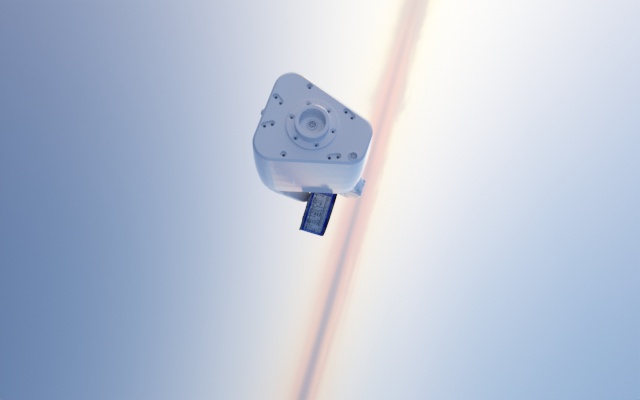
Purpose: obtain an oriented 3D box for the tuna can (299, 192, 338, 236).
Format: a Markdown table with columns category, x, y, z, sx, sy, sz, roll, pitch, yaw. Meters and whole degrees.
| category | x | y | z | sx | sy | sz | roll | pitch | yaw |
| --- | --- | --- | --- | --- | --- | --- | --- | --- | --- |
| tuna can | 0.001 | 0.002 | 0.616 | 0.034 | 0.086 | 0.086 | 17 | 0 | -1 |
